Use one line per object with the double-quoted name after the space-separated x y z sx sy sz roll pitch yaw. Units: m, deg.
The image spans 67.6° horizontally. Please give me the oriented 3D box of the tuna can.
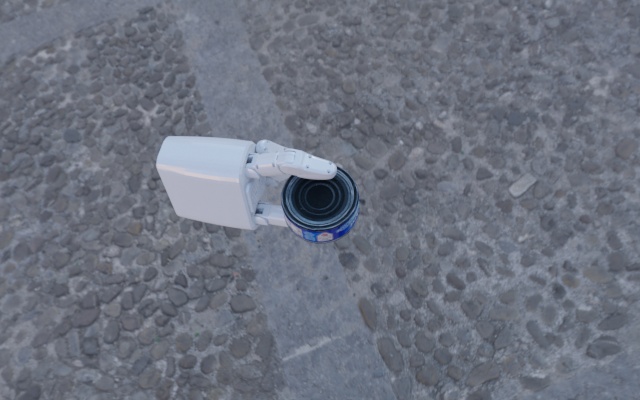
0.000 0.001 0.523 0.086 0.086 0.034 0 -28 4 "tuna can"
